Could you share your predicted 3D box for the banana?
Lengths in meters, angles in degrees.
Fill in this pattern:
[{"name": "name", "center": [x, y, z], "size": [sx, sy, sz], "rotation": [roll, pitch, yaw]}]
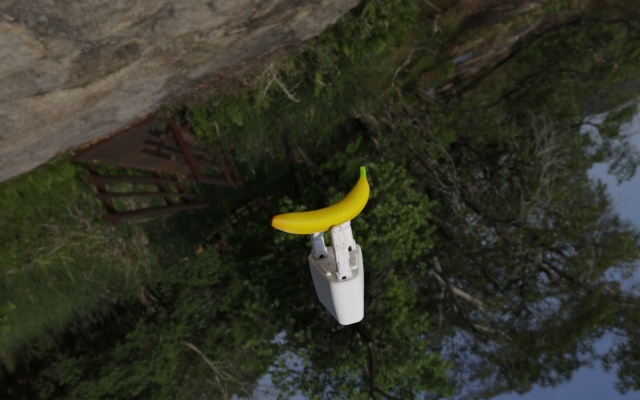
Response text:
[{"name": "banana", "center": [0.014, 0.015, 0.803], "size": [0.197, 0.069, 0.037], "rotation": [-30, -20, -24]}]
